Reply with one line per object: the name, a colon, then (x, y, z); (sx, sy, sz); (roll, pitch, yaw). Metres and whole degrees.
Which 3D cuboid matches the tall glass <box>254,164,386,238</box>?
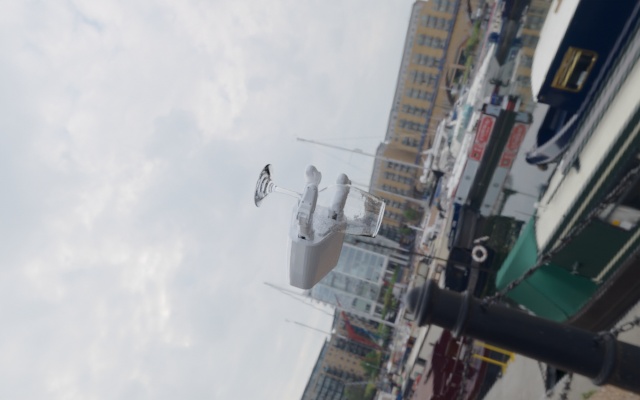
tall glass: (-0.001, 0.002, 0.765); (0.201, 0.079, 0.079); (16, 3, 12)
